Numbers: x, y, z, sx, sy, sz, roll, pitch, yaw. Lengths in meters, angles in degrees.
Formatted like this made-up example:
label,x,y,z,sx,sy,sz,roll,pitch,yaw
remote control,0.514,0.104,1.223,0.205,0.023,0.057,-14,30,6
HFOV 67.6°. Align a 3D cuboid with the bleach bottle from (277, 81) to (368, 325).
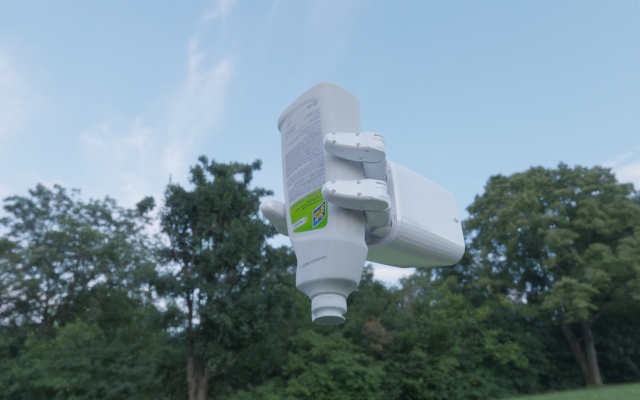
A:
label,x,y,z,sx,sy,sz,roll,pitch,yaw
bleach bottle,0.000,0.002,0.487,0.068,0.250,0.102,21,-38,-32
